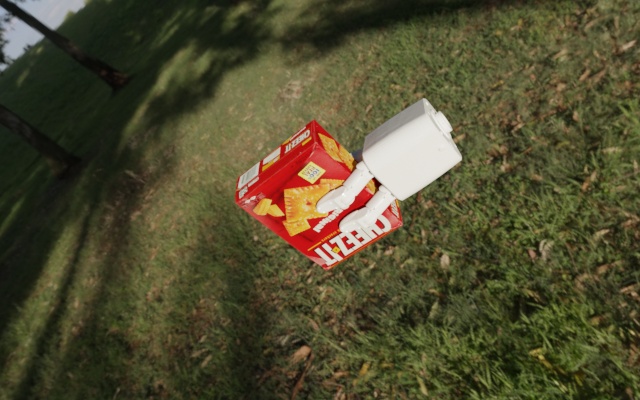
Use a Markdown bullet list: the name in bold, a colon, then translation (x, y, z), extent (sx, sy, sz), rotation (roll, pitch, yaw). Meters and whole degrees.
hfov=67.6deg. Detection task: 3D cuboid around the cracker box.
- **cracker box**: translation (0.000, 0.002, 0.745), extent (0.164, 0.072, 0.214), rotation (-34, -56, 24)
